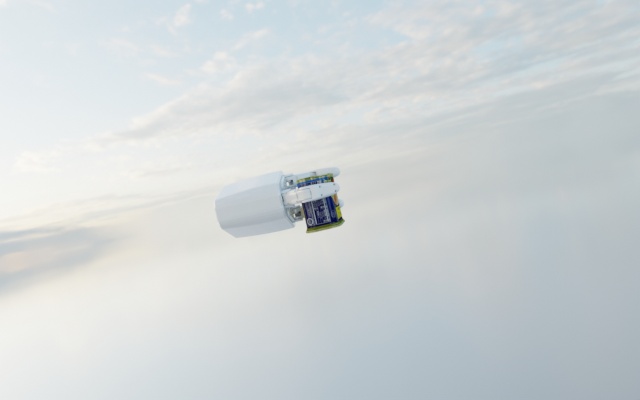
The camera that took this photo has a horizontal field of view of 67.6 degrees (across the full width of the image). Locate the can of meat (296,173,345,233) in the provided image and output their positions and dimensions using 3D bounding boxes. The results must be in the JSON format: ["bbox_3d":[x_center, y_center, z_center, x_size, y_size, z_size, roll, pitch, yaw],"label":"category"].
[{"bbox_3d":[0.000,0.002,0.764,0.057,0.084,0.102,-13,1,8],"label":"can of meat"}]
